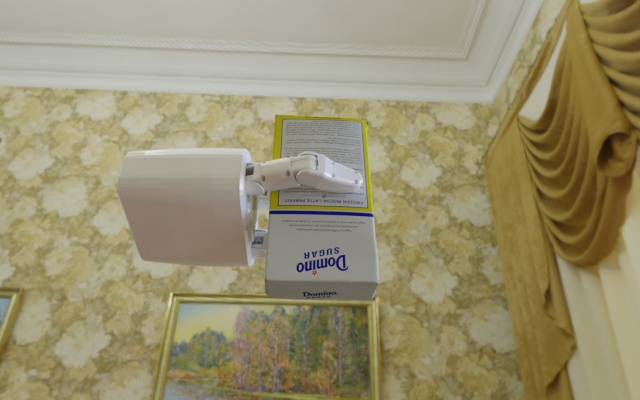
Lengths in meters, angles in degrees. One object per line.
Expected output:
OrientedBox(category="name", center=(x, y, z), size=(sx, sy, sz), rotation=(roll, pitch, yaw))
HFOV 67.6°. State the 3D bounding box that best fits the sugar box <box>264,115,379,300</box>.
OrientedBox(category="sugar box", center=(0.000, 0.002, 0.435), size=(0.093, 0.176, 0.048), rotation=(2, -31, -2))
